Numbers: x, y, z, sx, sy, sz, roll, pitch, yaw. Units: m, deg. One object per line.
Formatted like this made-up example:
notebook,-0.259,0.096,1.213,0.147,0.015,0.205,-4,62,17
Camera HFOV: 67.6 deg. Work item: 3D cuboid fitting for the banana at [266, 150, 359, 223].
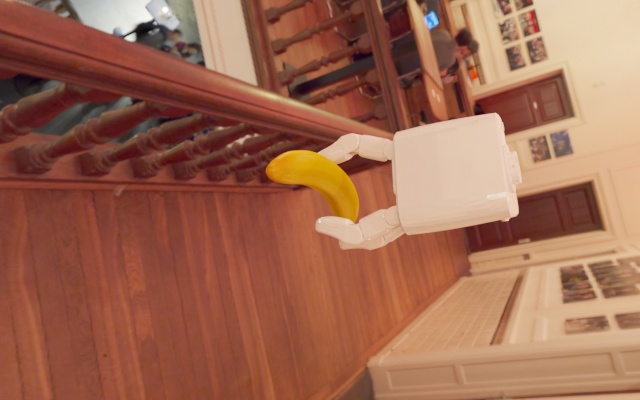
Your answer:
banana,0.004,-0.014,0.538,0.037,0.069,0.198,-6,-28,27
